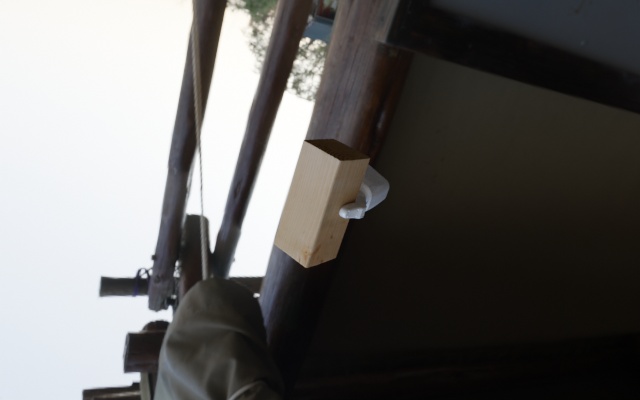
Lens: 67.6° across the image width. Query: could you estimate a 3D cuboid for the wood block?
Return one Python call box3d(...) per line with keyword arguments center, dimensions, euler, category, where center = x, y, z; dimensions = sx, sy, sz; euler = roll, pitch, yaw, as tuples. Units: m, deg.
box3d(center=(0.001, 0.003, 0.853), dimensions=(0.090, 0.206, 0.090), euler=(31, 26, 32), category="wood block")
